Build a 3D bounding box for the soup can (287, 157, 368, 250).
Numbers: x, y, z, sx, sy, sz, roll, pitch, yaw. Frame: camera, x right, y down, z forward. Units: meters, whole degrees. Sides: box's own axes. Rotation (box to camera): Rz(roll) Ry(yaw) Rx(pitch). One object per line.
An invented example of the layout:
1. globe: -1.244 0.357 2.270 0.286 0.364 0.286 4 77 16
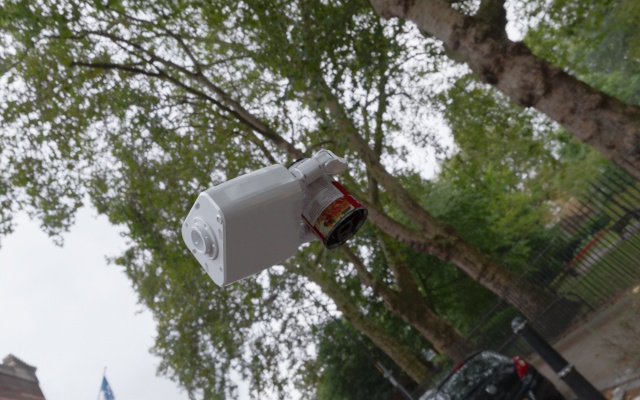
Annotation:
1. soup can: 0.000 0.002 0.595 0.102 0.068 0.068 46 23 24
